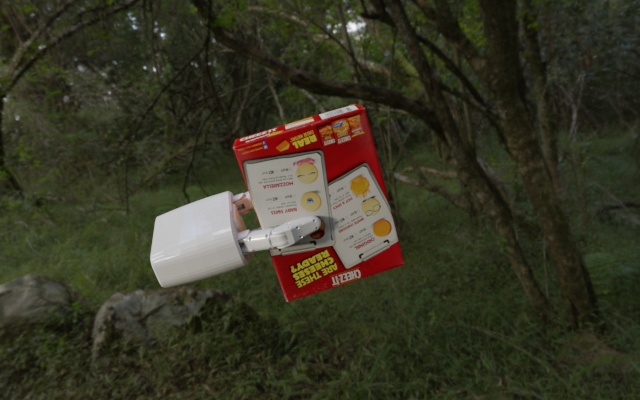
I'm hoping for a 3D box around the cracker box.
[{"bbox_3d":[0.000,0.002,0.614,0.164,0.214,0.072,-17,19,-1],"label":"cracker box"}]
